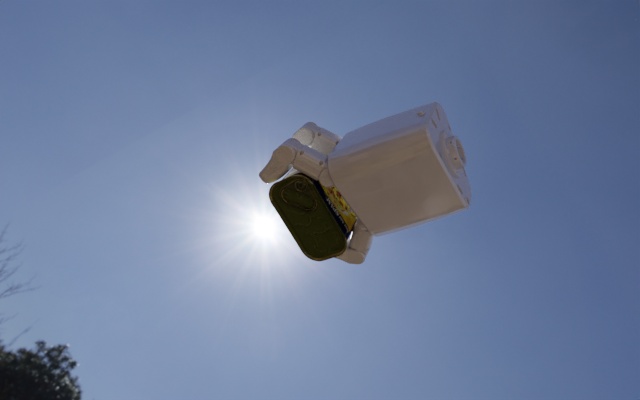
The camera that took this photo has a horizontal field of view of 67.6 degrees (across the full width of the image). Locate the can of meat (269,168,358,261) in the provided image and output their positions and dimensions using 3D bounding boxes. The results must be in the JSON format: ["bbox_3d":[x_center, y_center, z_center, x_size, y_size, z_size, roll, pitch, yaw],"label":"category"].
[{"bbox_3d":[0.000,0.002,0.537,0.057,0.102,0.084,-22,18,31],"label":"can of meat"}]
